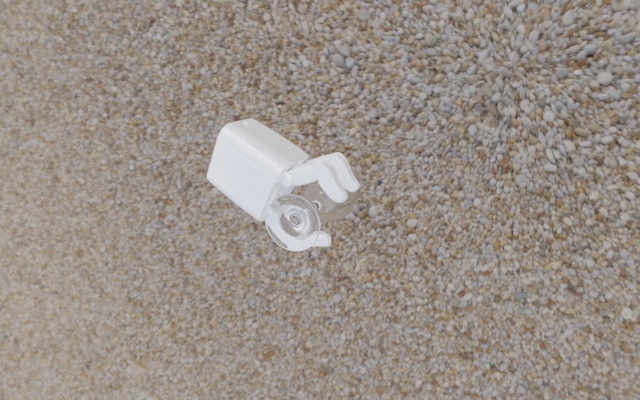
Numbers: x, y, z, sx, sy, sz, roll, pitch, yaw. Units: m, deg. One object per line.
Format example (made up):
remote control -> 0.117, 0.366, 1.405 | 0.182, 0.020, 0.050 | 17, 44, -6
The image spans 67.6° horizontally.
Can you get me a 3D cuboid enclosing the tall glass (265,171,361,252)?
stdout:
tall glass -> 0.000, 0.003, 0.675 | 0.079, 0.079, 0.201 | 0, 15, 22
